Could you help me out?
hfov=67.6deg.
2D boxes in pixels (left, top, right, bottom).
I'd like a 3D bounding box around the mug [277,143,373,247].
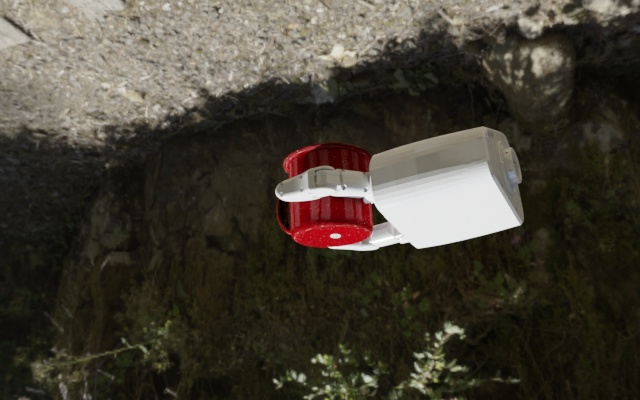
[{"bbox_3d":[-0.001,0.002,0.489,0.117,0.081,0.093,-17,-24,33],"label":"mug"}]
